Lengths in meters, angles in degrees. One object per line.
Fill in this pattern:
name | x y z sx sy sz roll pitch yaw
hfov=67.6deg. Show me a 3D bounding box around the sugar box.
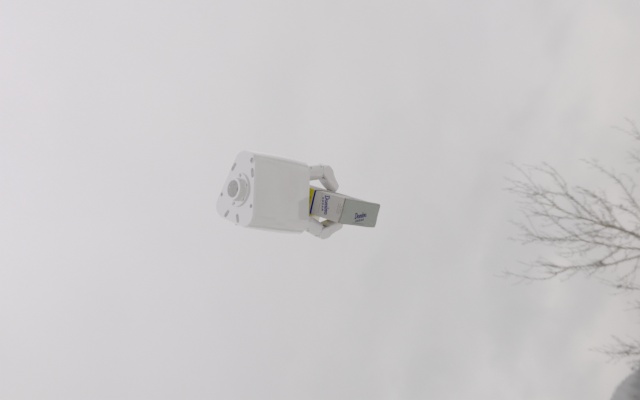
sugar box | 0.000 0.003 0.788 0.176 0.048 0.093 19 7 43
